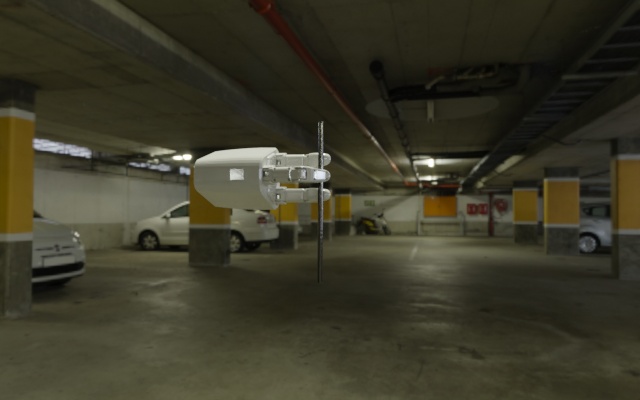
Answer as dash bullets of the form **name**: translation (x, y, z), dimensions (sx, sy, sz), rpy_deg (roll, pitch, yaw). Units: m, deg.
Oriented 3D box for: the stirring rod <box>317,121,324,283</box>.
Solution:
- **stirring rod**: translation (0.000, 0.002, 0.713), dimensions (0.011, 0.239, 0.011), rpy_deg (0, -2, 0)
